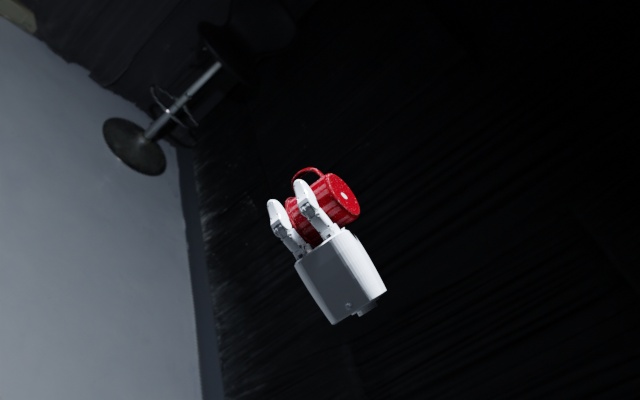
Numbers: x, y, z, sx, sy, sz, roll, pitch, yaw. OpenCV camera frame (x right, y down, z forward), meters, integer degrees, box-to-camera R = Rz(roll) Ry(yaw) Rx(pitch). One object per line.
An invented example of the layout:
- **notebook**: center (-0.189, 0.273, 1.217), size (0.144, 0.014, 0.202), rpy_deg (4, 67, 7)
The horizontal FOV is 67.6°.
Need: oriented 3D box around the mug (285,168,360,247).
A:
- **mug**: center (0.000, 0.001, 0.739), size (0.081, 0.117, 0.093), rpy_deg (-36, -13, 21)
